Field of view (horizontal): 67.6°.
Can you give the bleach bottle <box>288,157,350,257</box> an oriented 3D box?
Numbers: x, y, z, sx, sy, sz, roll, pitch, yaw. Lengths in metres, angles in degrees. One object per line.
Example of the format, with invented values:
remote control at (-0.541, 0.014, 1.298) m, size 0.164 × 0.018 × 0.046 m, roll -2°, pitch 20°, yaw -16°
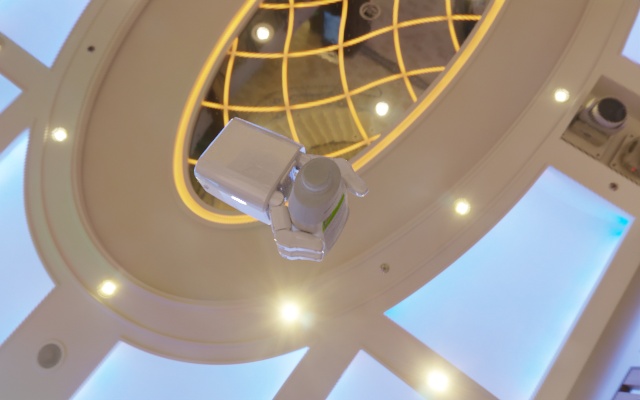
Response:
bleach bottle at (0.000, 0.002, 0.622) m, size 0.068 × 0.102 × 0.251 m, roll 25°, pitch -16°, yaw 8°
